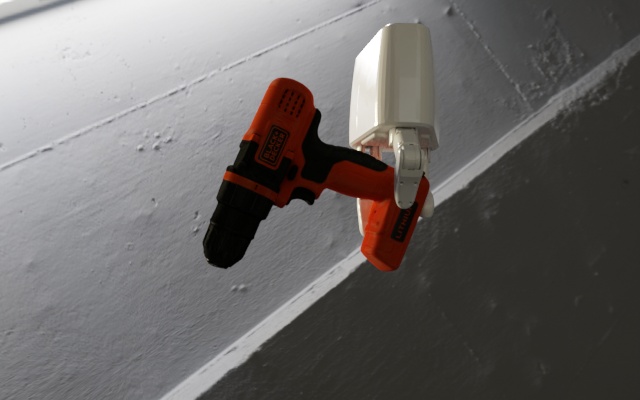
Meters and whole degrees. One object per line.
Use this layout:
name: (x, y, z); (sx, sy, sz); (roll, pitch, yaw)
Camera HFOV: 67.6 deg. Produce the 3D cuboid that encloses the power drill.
power drill: (0.001, 0.001, 0.457); (0.188, 0.184, 0.057); (25, -4, -20)
